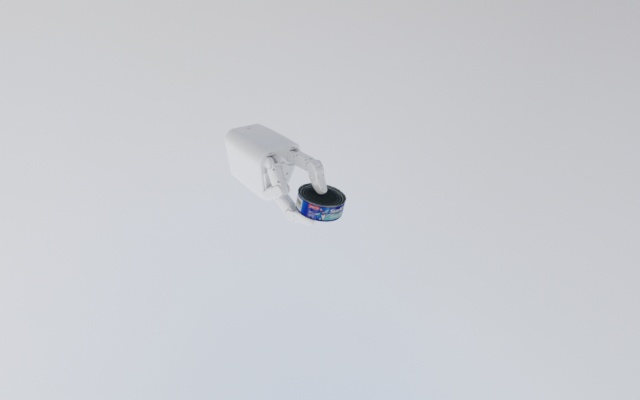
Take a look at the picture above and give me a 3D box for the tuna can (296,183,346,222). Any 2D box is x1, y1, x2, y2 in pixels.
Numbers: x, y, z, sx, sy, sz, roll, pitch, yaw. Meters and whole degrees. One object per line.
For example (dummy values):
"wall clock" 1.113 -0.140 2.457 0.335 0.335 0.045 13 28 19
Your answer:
"tuna can" 0.000 0.003 0.839 0.086 0.034 0.086 9 27 -5
